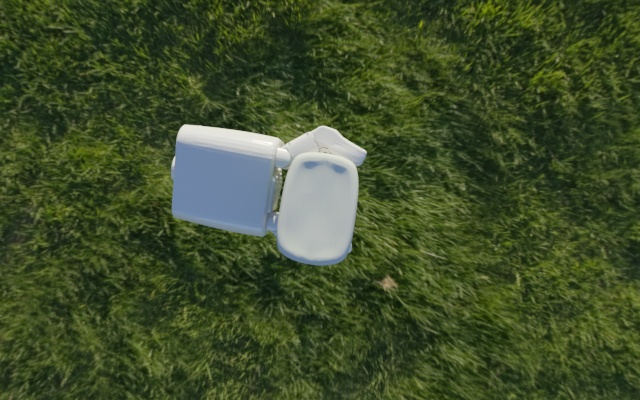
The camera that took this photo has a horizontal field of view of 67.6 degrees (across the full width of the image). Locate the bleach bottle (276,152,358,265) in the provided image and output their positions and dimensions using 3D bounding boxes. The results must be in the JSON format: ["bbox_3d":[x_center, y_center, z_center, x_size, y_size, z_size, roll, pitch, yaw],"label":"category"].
[{"bbox_3d":[0.000,0.002,0.537,0.068,0.102,0.251,9,2,1],"label":"bleach bottle"}]
